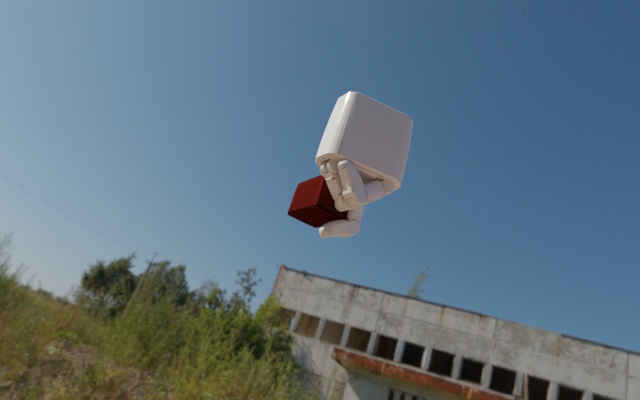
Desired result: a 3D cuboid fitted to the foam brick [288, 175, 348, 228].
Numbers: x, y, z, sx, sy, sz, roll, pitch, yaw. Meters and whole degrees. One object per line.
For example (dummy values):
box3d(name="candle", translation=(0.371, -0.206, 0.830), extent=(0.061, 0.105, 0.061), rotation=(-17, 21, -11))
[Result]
box3d(name="foam brick", translation=(0.000, 0.002, 0.676), extent=(0.053, 0.051, 0.078), rotation=(29, -24, -28))
